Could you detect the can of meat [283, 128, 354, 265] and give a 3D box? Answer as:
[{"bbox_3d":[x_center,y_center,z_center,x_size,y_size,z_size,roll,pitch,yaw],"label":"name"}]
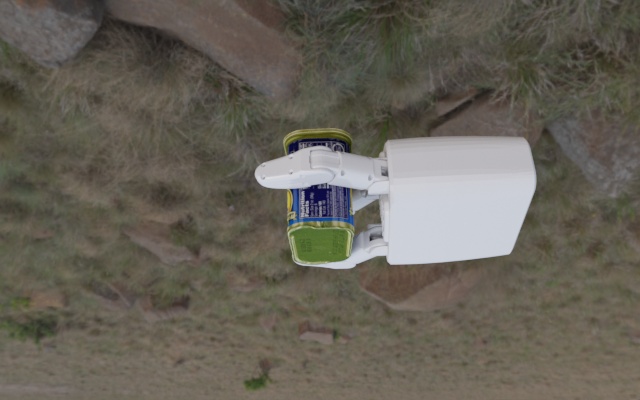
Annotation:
[{"bbox_3d":[0.000,0.002,0.407,0.057,0.084,0.102,-2,-24,1],"label":"can of meat"}]
